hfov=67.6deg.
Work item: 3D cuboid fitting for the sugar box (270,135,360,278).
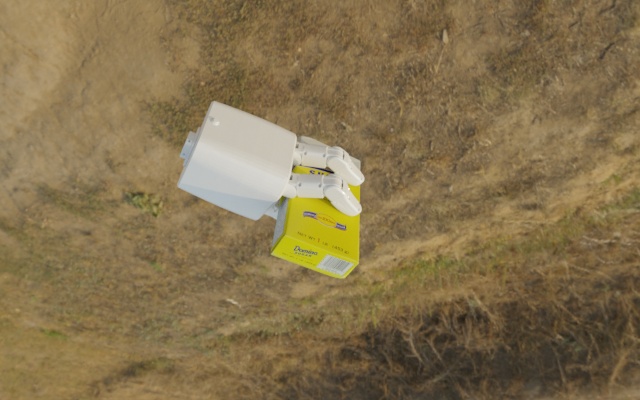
[{"bbox_3d":[0.000,0.002,0.579,0.093,0.176,0.048,22,-45,-17],"label":"sugar box"}]
